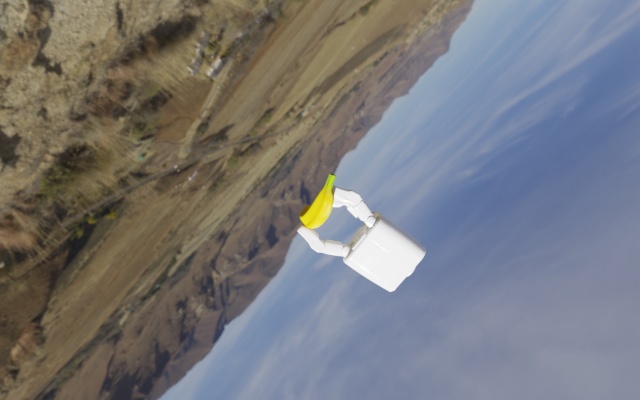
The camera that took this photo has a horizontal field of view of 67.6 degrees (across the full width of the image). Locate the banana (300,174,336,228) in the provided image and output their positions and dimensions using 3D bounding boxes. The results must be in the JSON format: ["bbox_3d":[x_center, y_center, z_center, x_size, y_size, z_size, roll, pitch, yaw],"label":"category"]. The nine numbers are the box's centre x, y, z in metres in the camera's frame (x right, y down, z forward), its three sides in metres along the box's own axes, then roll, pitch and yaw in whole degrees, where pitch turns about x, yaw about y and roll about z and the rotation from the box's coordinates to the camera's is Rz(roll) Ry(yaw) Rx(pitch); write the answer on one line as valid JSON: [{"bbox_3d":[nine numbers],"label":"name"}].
[{"bbox_3d":[-0.007,0.017,0.854,0.037,0.069,0.198,28,-22,-6],"label":"banana"}]
